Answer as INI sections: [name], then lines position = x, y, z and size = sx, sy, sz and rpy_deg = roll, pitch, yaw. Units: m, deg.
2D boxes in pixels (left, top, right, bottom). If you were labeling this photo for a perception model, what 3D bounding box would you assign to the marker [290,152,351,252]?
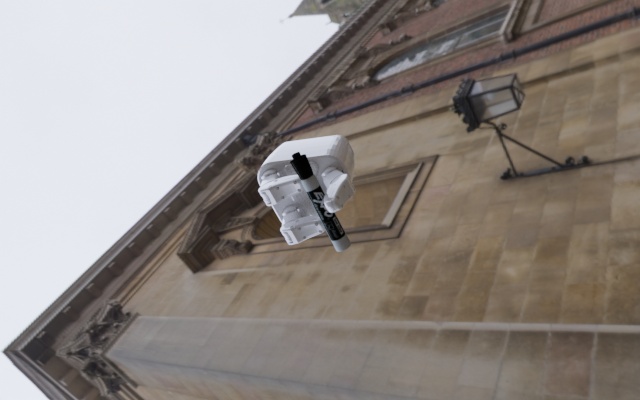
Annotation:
[marker]
position = 0.000, 0.002, 0.520
size = 0.020, 0.121, 0.020
rpy_deg = -25, 18, 9
